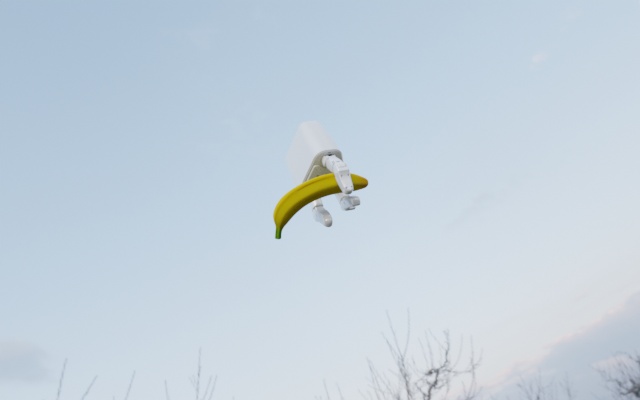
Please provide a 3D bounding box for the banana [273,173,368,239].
[{"bbox_3d":[-0.009,-0.008,0.847,0.198,0.070,0.037,-30,42,-6],"label":"banana"}]
